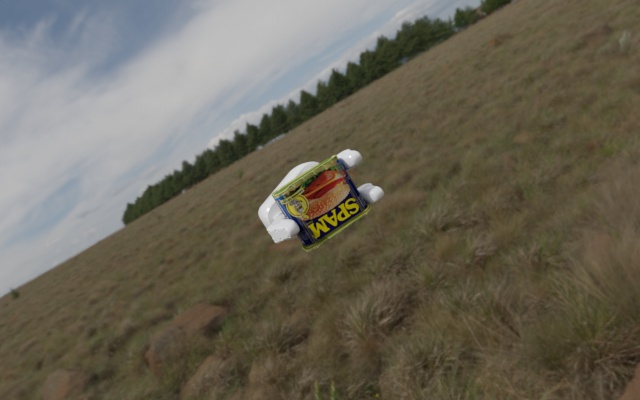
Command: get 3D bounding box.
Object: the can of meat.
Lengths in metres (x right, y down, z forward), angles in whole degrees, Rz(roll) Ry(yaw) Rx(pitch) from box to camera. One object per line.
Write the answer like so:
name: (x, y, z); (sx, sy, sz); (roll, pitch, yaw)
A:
can of meat: (0.000, 0.002, 0.611); (0.102, 0.084, 0.057); (-33, 9, -8)
